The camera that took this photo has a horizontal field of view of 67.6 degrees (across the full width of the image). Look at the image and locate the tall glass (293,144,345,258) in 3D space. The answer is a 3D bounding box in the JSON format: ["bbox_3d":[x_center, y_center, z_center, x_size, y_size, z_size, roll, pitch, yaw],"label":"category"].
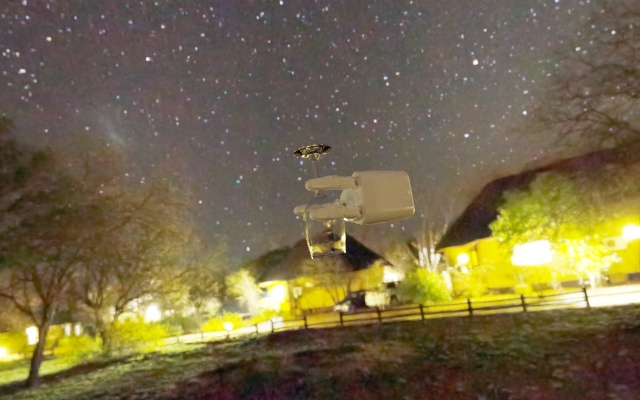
[{"bbox_3d":[0.000,0.002,0.884,0.079,0.201,0.079,-8,-11,-1],"label":"tall glass"}]
